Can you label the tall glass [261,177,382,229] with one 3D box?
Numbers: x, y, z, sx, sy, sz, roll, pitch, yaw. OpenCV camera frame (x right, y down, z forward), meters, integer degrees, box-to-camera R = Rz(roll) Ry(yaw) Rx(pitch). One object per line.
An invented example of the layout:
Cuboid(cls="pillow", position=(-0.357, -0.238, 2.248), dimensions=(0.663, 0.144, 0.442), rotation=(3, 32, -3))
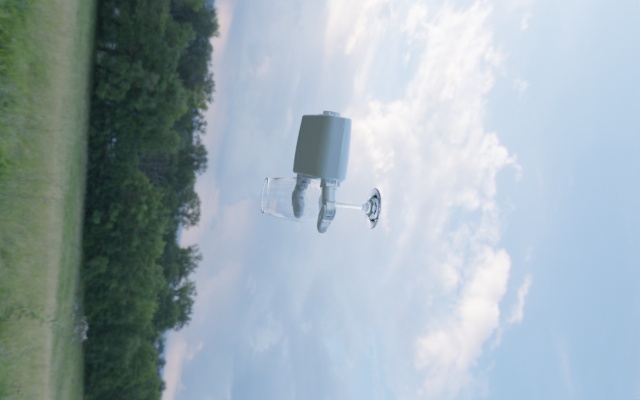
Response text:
Cuboid(cls="tall glass", position=(0.001, 0.003, 0.836), dimensions=(0.201, 0.079, 0.079), rotation=(6, -2, -15))
